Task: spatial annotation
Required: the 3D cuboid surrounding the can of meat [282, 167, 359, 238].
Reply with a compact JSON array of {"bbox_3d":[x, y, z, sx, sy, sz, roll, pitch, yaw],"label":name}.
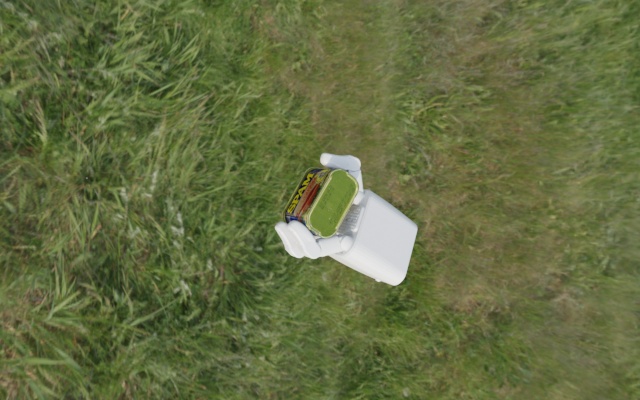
[{"bbox_3d":[0.000,0.002,0.686,0.057,0.102,0.084,34,-12,-24],"label":"can of meat"}]
